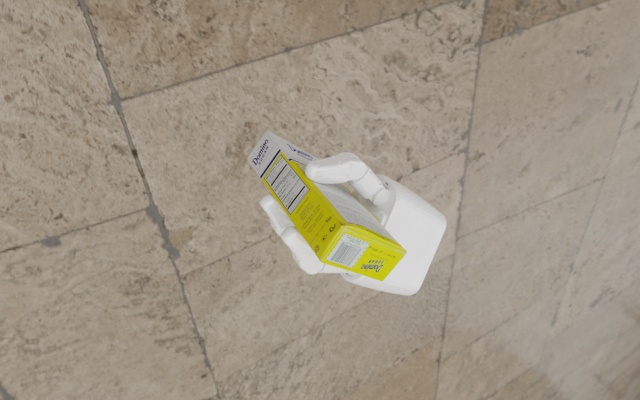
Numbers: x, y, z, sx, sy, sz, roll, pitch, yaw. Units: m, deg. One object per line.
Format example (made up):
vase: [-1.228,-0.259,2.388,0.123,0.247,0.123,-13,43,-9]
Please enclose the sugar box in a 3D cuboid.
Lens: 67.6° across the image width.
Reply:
sugar box: [0.000,0.002,0.481,0.093,0.048,0.176,25,15,-42]
